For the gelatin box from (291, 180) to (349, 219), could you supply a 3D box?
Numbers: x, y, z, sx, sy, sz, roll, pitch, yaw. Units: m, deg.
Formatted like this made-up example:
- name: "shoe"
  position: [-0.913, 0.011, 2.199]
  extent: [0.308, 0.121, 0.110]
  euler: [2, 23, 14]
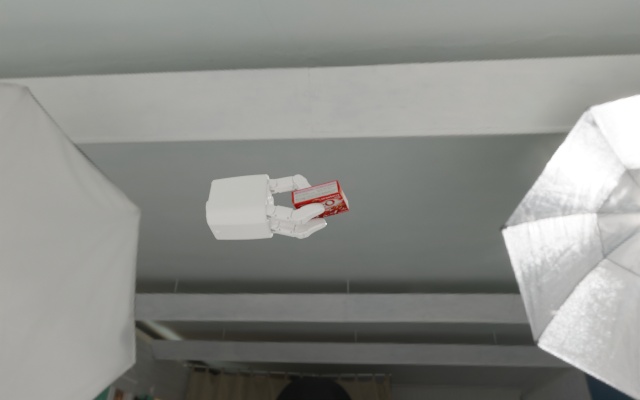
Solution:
- name: "gelatin box"
  position: [0.000, 0.002, 0.867]
  extent: [0.089, 0.030, 0.073]
  euler: [-15, -32, 10]
